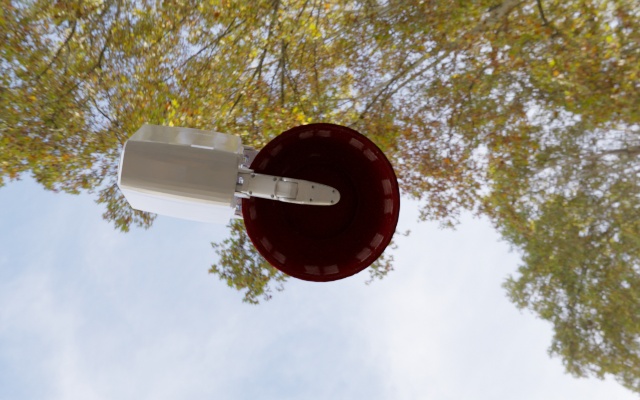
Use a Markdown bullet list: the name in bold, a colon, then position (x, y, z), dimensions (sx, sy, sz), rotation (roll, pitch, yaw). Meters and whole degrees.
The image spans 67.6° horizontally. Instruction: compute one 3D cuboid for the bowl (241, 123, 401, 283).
- **bowl**: position (0.001, 0.002, 0.506), dimensions (0.162, 0.162, 0.055), rotation (0, 2, -2)
